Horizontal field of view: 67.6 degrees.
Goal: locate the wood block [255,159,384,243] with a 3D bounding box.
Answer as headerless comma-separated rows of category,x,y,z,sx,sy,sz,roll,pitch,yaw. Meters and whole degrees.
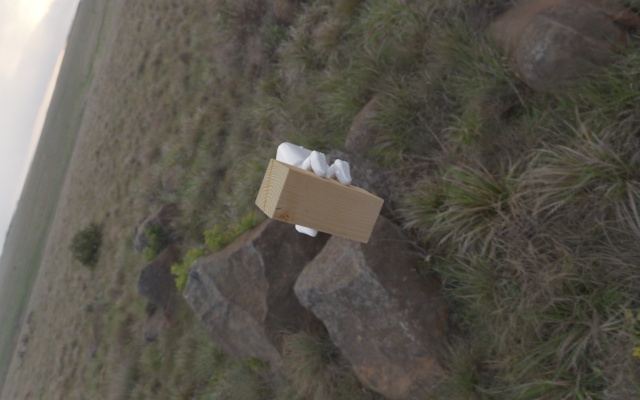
wood block,0.000,0.003,0.875,0.206,0.091,0.090,17,9,-30
